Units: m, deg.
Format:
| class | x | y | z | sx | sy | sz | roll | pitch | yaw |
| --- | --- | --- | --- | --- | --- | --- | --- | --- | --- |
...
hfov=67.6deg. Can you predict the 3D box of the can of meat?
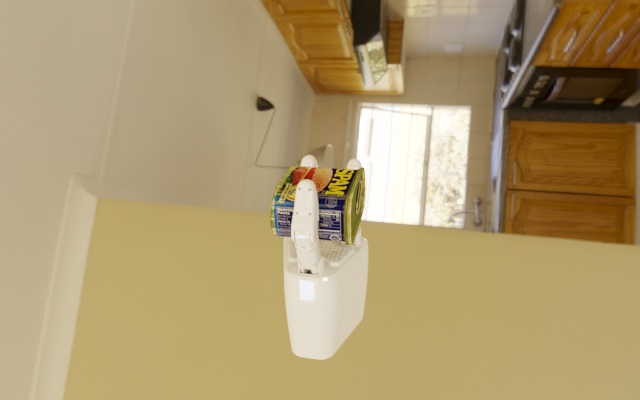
| class | x | y | z | sx | sy | sz | roll | pitch | yaw |
| --- | --- | --- | --- | --- | --- | --- | --- | --- | --- |
| can of meat | 0.000 | 0.002 | 0.511 | 0.084 | 0.057 | 0.102 | 4 | 26 | 13 |
